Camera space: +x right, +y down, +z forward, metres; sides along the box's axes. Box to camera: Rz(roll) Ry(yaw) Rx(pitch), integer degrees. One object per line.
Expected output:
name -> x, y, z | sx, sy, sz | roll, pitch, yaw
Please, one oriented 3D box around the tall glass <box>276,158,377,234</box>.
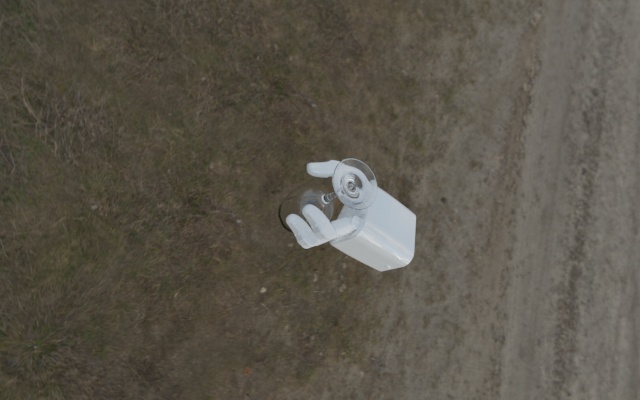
tall glass -> 0.000, 0.002, 0.743 | 0.079, 0.079, 0.201 | 0, -15, -31
